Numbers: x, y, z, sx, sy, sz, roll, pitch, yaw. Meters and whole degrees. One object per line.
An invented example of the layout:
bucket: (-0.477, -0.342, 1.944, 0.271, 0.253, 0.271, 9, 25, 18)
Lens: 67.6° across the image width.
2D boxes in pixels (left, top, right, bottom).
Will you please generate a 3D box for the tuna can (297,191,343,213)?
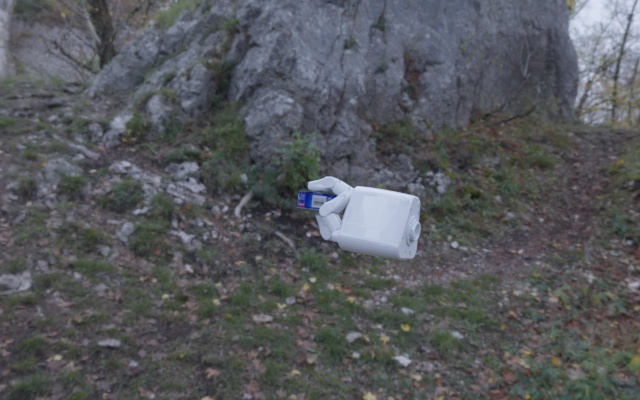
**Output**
tuna can: (0.000, 0.002, 0.885, 0.086, 0.034, 0.086, 6, -1, 0)
